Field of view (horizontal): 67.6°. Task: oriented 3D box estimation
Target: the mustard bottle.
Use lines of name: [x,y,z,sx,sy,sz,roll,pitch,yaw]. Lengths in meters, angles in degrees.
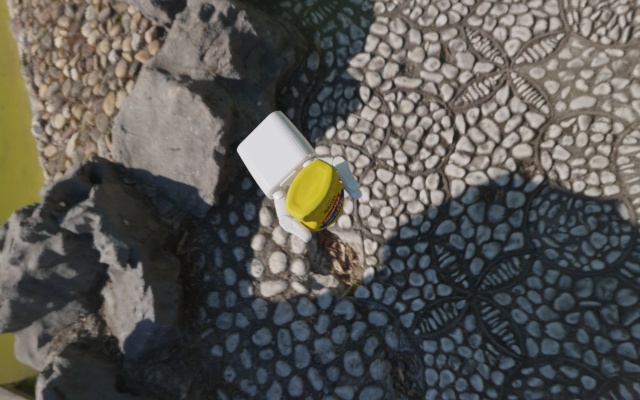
mustard bottle: [0.000,0.003,0.796,0.058,0.096,0.192,29,-7,15]
